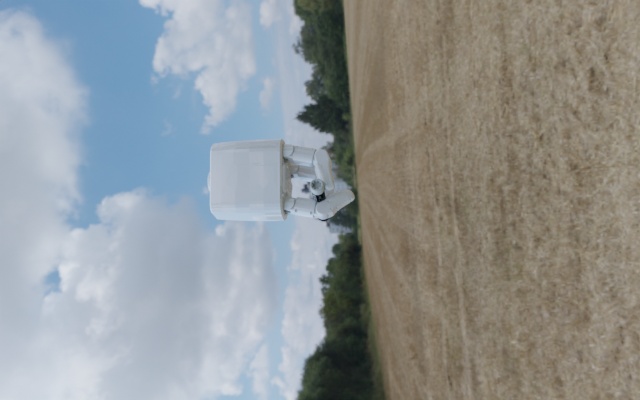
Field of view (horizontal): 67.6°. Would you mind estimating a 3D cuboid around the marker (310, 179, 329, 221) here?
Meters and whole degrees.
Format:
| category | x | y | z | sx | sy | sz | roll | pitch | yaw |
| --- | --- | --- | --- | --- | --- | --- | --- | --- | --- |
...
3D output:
| category | x | y | z | sx | sy | sz | roll | pitch | yaw |
| --- | --- | --- | --- | --- | --- | --- | --- | --- | --- |
| marker | 0.000 | 0.002 | 0.699 | 0.020 | 0.020 | 0.121 | 0 | -23 | 6 |
